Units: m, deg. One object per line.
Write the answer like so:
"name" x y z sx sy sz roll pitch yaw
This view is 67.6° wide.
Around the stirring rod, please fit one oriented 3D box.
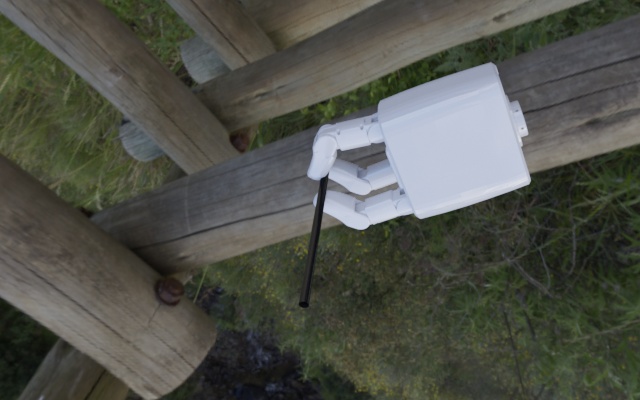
"stirring rod" 0.000 0.001 0.455 0.011 0.011 0.239 0 41 8
